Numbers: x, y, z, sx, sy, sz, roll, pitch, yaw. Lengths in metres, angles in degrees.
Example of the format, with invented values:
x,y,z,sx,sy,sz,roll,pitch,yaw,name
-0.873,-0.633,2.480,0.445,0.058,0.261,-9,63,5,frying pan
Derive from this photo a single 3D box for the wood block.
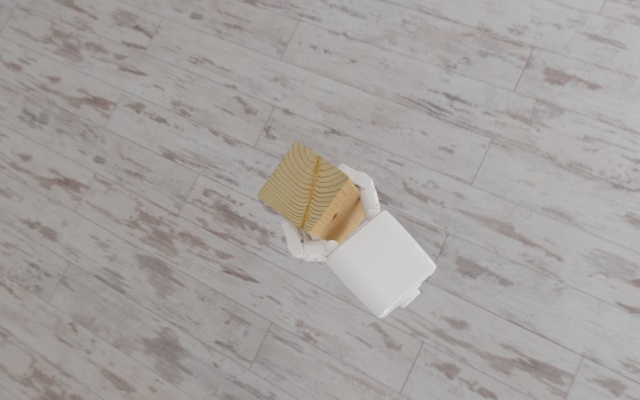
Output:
x,y,z,sx,sy,sz,roll,pitch,yaw,name
0.001,0.002,0.699,0.090,0.091,0.206,35,-2,17,wood block
